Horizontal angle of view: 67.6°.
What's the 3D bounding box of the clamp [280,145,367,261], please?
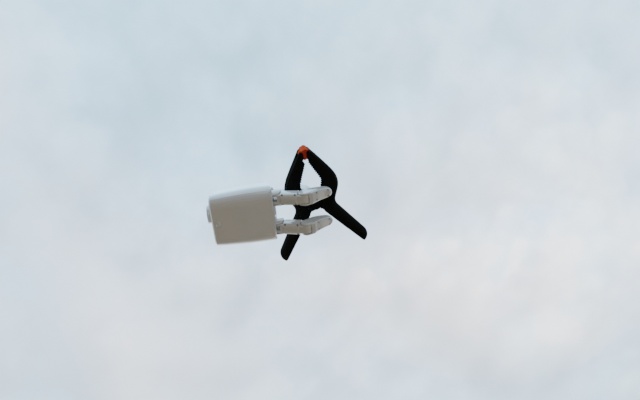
[{"bbox_3d":[0.000,0.002,0.848,0.164,0.210,0.036,-9,24,-9],"label":"clamp"}]
